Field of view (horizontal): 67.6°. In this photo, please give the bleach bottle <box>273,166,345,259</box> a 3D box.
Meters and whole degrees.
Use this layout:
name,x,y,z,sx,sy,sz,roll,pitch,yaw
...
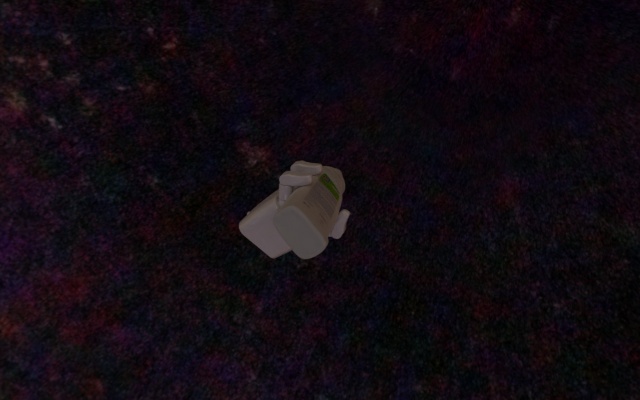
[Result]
name,x,y,z,sx,sy,sz,roll,pitch,yaw
bleach bottle,0.000,0.003,0.895,0.068,0.102,0.250,-33,10,29
